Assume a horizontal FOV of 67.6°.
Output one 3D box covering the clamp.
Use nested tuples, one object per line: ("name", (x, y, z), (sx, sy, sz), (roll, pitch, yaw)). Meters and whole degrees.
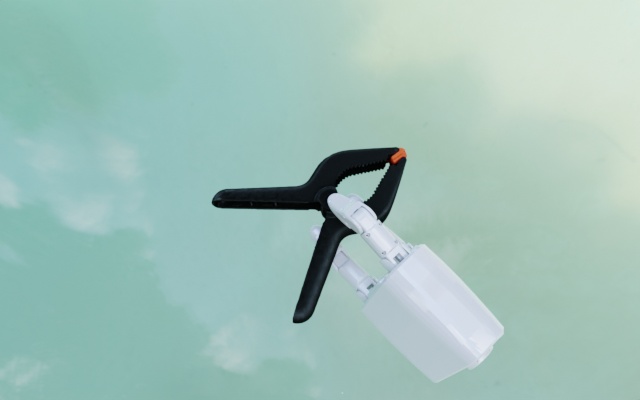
("clamp", (0.001, 0.001, 0.509), (0.210, 0.164, 0.036), (-41, -14, -13))
